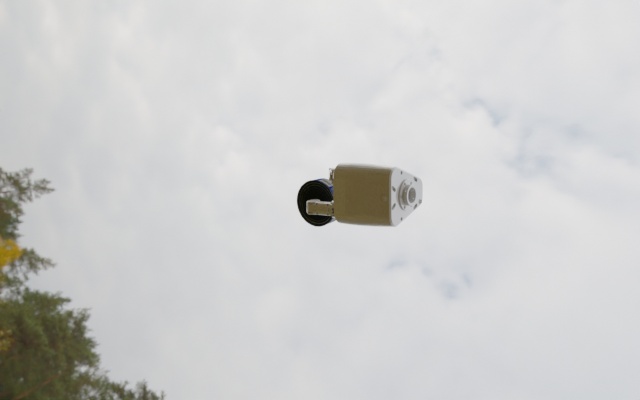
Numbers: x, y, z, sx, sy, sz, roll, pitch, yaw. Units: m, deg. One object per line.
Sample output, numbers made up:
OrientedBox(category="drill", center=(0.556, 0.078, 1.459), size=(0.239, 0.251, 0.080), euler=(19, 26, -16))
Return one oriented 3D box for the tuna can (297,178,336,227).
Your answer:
OrientedBox(category="tuna can", center=(0.000, 0.003, 0.872), size=(0.086, 0.086, 0.033), euler=(0, 10, 37))
